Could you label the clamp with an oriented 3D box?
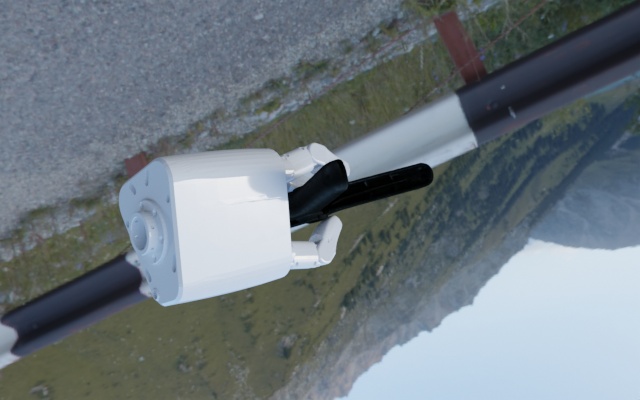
[{"bbox_3d":[0.000,0.003,0.481,0.164,0.036,0.210,-5,-13,-45],"label":"clamp"}]
